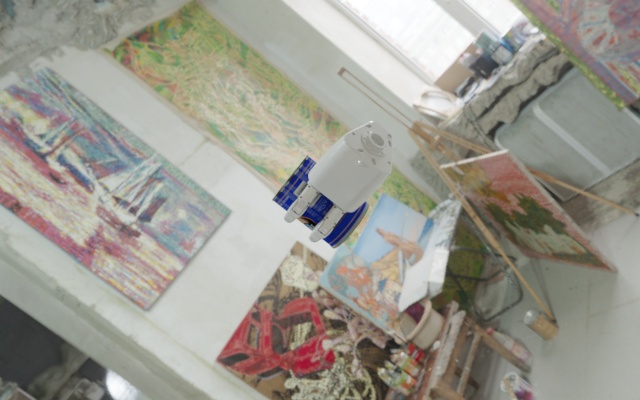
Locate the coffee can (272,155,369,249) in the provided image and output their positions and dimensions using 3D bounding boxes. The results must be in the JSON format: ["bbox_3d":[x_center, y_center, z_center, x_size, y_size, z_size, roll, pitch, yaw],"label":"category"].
[{"bbox_3d":[0.000,0.003,0.846,0.140,0.103,0.103,38,-4,-6],"label":"coffee can"}]
